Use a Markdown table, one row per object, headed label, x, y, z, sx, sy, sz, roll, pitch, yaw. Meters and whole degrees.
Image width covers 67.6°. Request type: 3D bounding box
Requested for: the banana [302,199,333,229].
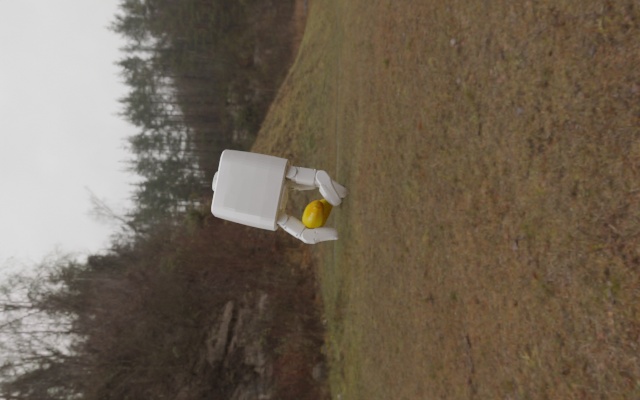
| label | x | y | z | sx | sy | sz | roll | pitch | yaw |
| --- | --- | --- | --- | --- | --- | --- | --- | --- | --- |
| banana | -0.006 | 0.019 | 0.806 | 0.037 | 0.069 | 0.198 | 21 | 10 | 5 |
